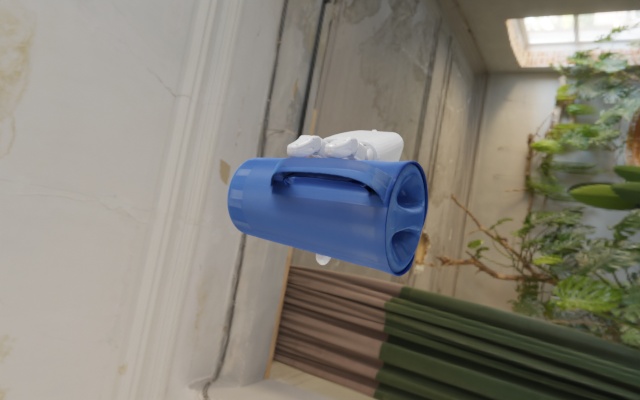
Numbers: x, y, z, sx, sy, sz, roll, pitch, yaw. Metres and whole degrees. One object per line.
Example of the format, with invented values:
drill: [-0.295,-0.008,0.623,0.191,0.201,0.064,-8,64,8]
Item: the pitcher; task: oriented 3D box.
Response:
pitcher: [0.000,0.002,0.598,0.243,0.149,0.145,8,22,30]
